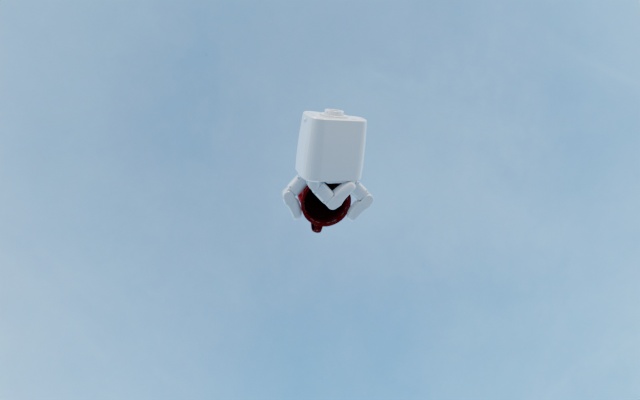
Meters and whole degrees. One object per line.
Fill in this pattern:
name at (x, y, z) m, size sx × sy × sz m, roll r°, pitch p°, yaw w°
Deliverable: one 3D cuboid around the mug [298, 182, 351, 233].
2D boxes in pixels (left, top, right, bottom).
mug at (0.000, 0.004, 0.896) m, size 0.093 × 0.117 × 0.081 m, roll 4°, pitch 17°, yaw -15°
